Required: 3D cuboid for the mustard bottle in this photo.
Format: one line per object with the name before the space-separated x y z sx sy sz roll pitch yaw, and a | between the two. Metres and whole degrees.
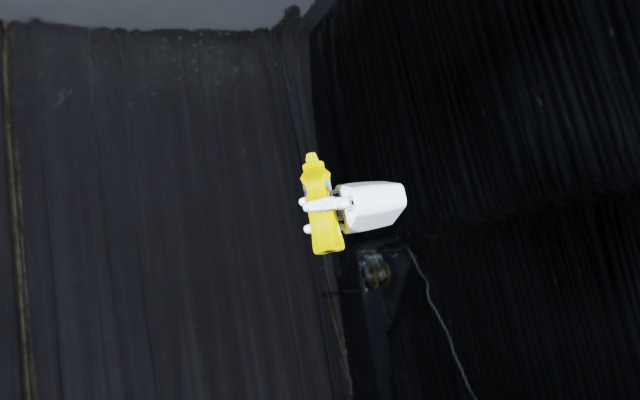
mustard bottle | 0.000 0.003 0.897 0.058 0.191 0.096 -12 -9 7
